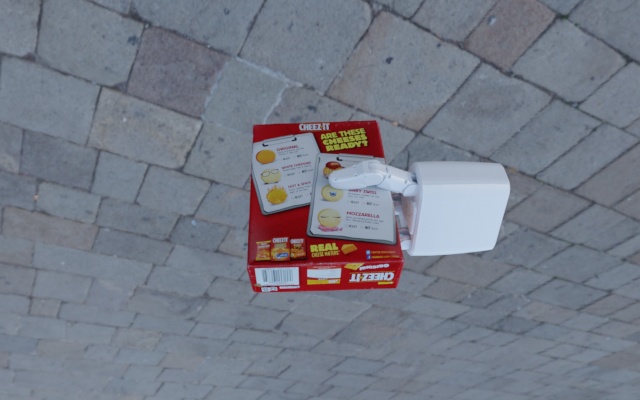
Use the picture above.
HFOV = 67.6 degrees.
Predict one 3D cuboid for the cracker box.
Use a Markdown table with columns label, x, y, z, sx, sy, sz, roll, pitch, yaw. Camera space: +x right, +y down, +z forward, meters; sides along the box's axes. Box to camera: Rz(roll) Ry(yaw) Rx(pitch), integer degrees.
| label | x | y | z | sx | sy | sz | roll | pitch | yaw |
| --- | --- | --- | --- | --- | --- | --- | --- | --- | --- |
| cracker box | 0.000 | 0.002 | 0.573 | 0.164 | 0.213 | 0.072 | -2 | -39 | -3 |
